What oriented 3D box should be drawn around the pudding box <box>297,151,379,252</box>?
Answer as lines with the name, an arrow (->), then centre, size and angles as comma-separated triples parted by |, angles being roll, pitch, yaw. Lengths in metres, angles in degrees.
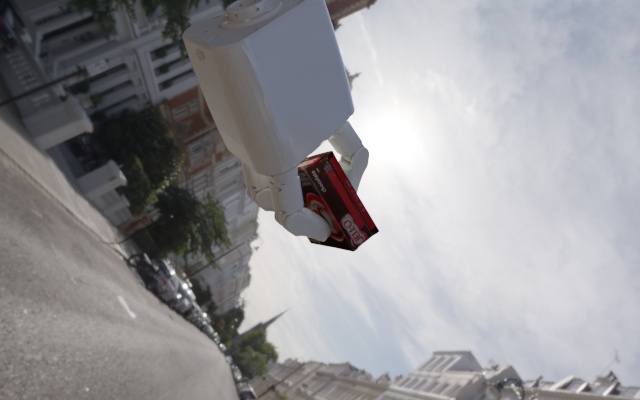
pudding box -> 0.000, 0.001, 0.477 | 0.039, 0.090, 0.113 | -34, 11, -17
